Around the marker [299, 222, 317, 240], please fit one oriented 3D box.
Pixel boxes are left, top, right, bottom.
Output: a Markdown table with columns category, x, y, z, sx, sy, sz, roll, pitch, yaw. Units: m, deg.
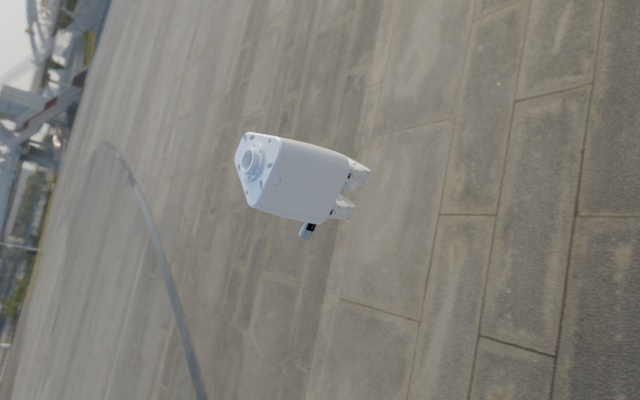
| category | x | y | z | sx | sy | sz | roll | pitch | yaw |
| --- | --- | --- | --- | --- | --- | --- | --- | --- | --- |
| marker | 0.000 | 0.002 | 0.701 | 0.020 | 0.121 | 0.020 | 24 | 15 | -7 |
